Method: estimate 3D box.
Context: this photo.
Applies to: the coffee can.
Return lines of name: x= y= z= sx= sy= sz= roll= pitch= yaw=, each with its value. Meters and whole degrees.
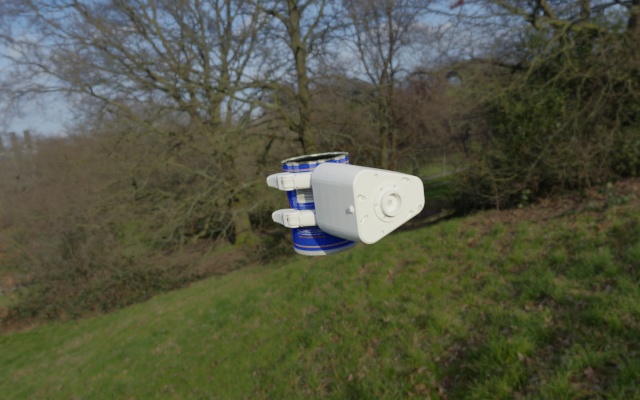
coffee can: x=0.000 y=0.003 z=0.736 sx=0.103 sy=0.140 sz=0.103 roll=-7 pitch=11 yaw=1
